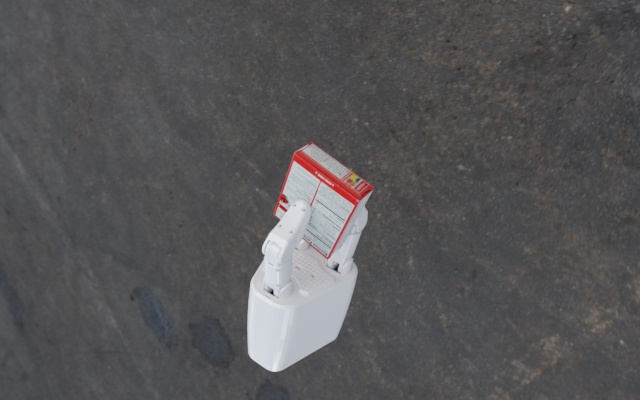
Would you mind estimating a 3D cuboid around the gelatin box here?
[{"bbox_3d":[0.000,0.001,0.447,0.073,0.089,0.030,38,46,14],"label":"gelatin box"}]
